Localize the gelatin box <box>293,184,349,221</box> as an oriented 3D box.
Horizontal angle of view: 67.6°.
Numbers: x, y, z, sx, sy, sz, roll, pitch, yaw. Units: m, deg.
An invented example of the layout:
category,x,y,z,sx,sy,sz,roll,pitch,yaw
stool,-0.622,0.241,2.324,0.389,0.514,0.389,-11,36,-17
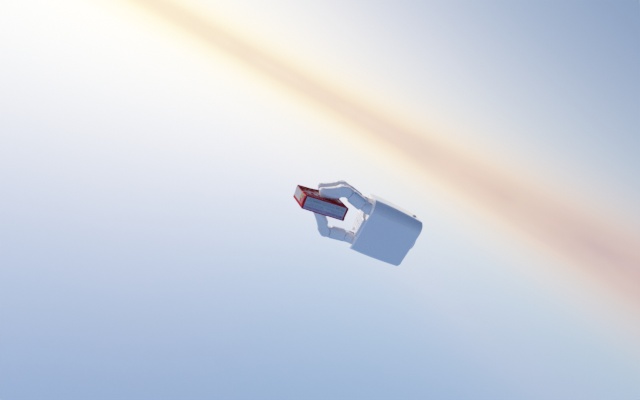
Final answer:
category,x,y,z,sx,sy,sz,roll,pitch,yaw
gelatin box,0.000,0.003,0.893,0.089,0.030,0.073,16,13,-20
